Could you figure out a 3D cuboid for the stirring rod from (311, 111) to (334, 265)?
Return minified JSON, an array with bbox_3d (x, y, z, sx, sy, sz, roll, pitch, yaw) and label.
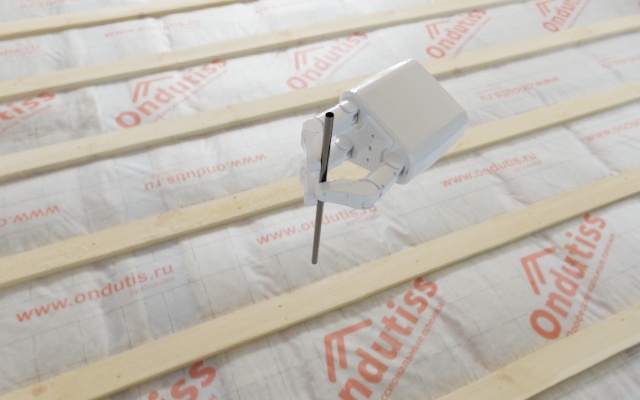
[{"bbox_3d":[0.000,0.002,0.500,0.011,0.011,0.240,0,-38,-5],"label":"stirring rod"}]
